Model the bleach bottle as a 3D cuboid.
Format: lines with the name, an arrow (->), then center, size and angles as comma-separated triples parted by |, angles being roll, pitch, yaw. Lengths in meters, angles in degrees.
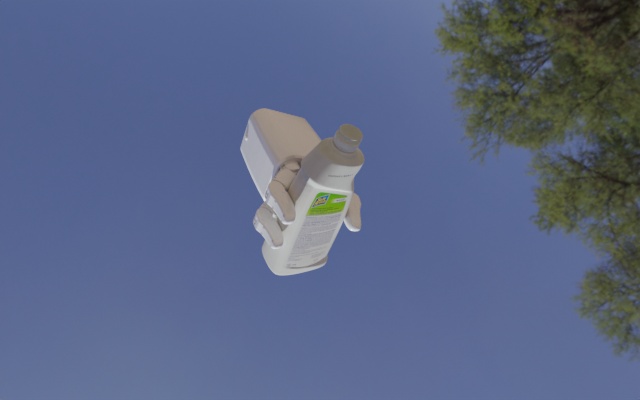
bleach bottle -> 0.000, 0.002, 0.636 | 0.102, 0.068, 0.251 | -10, -36, -33
